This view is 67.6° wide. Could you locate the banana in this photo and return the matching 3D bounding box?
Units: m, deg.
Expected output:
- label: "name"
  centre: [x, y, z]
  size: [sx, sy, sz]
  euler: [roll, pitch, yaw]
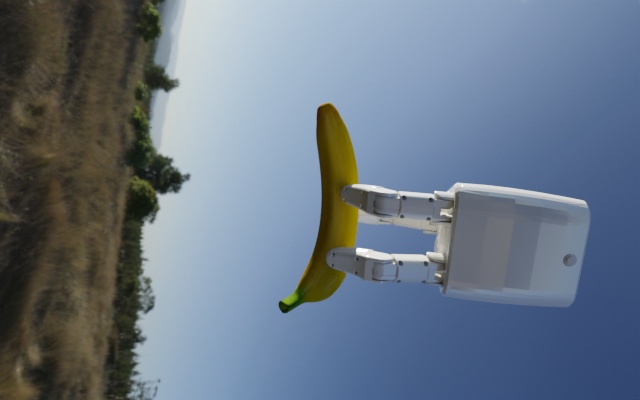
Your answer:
- label: "banana"
  centre: [0.010, 0.009, 0.450]
  size: [0.037, 0.197, 0.070]
  euler: [1, -14, 35]
